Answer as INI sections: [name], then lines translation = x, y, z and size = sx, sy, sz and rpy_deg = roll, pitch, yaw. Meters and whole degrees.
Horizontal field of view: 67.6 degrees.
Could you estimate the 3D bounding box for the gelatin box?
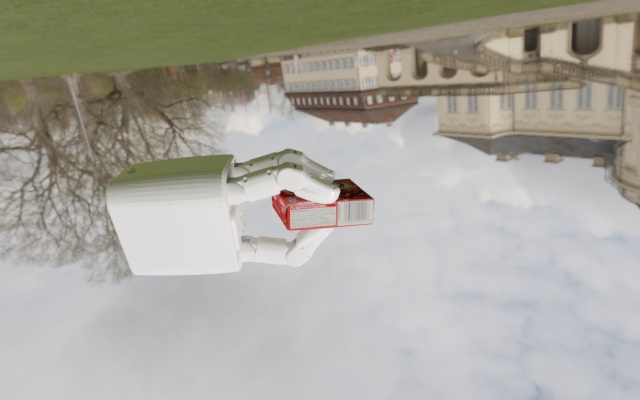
[gelatin box]
translation = 0.000, 0.002, 0.480
size = 0.089, 0.030, 0.073
rpy_deg = -3, 19, -15
